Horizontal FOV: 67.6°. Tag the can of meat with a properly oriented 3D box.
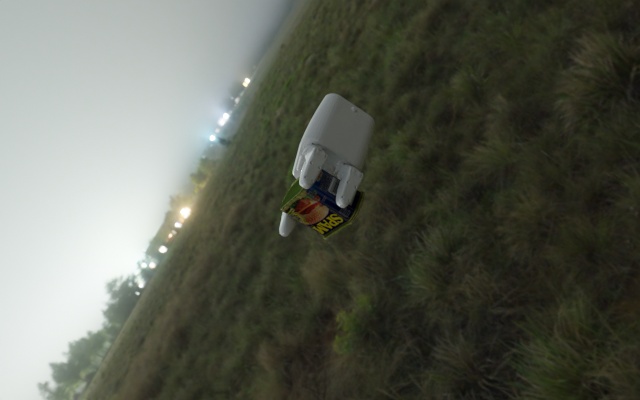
[{"bbox_3d":[0.000,0.002,0.679,0.084,0.057,0.102,31,-31,-14],"label":"can of meat"}]
